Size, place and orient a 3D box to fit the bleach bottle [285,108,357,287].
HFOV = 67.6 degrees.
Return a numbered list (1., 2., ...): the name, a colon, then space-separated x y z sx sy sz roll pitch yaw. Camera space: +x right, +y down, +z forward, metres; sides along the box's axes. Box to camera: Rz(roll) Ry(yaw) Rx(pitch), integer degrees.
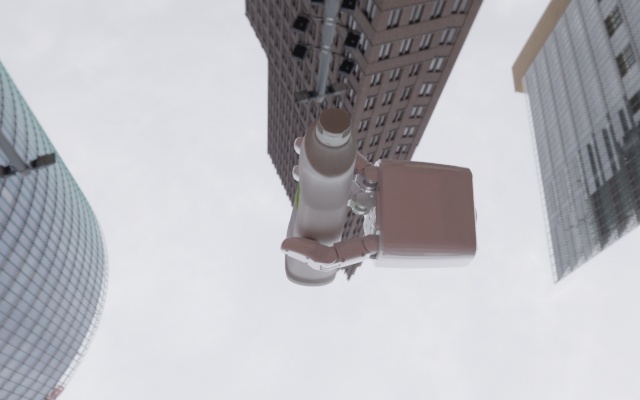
1. bleach bottle: 0.000 0.002 0.515 0.068 0.102 0.251 3 -31 -5
